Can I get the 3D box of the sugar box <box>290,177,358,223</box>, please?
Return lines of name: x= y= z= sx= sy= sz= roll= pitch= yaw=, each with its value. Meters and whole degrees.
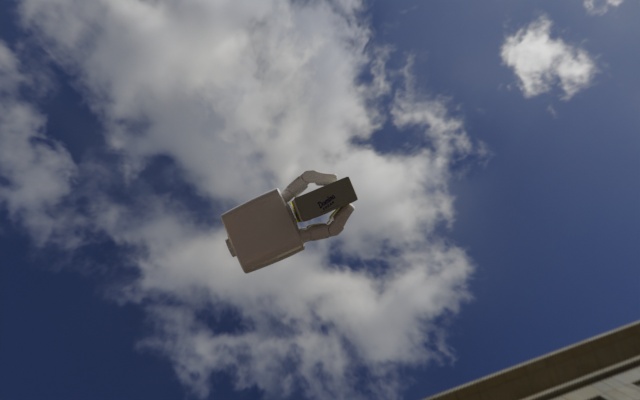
sugar box: x=0.000 y=0.003 z=0.800 sx=0.093 sy=0.048 sz=0.176 roll=-22 pitch=2 yaw=-6
